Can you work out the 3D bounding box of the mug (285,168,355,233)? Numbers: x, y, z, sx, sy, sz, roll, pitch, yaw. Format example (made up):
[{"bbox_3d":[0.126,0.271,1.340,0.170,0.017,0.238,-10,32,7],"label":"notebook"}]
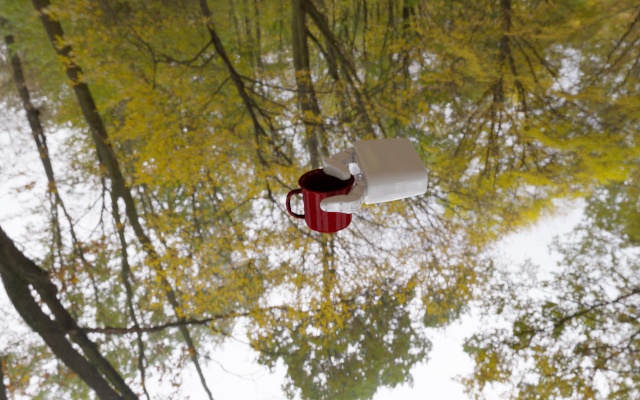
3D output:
[{"bbox_3d":[-0.001,0.003,0.797,0.117,0.081,0.093,-8,29,-8],"label":"mug"}]
